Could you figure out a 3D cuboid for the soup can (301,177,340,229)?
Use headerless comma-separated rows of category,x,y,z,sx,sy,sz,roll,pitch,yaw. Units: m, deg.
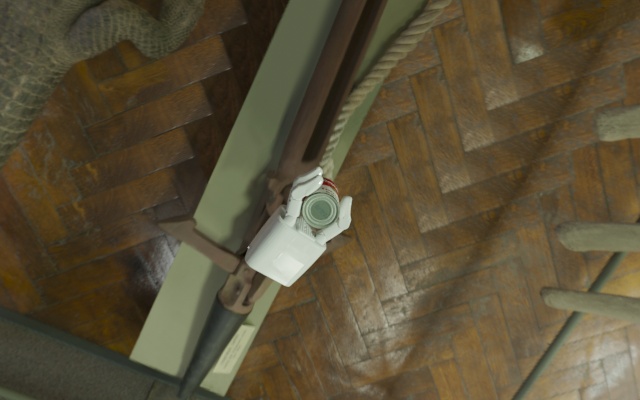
soup can,0.001,0.003,0.864,0.068,0.068,0.102,0,18,0
